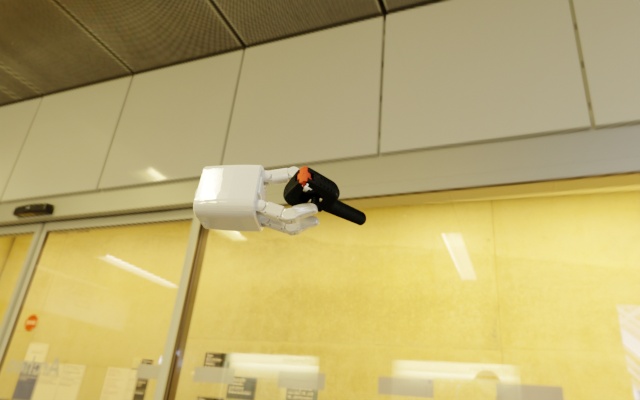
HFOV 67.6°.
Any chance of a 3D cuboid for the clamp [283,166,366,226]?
[{"bbox_3d":[0.000,0.002,0.831,0.164,0.036,0.210,-2,-25,2],"label":"clamp"}]
